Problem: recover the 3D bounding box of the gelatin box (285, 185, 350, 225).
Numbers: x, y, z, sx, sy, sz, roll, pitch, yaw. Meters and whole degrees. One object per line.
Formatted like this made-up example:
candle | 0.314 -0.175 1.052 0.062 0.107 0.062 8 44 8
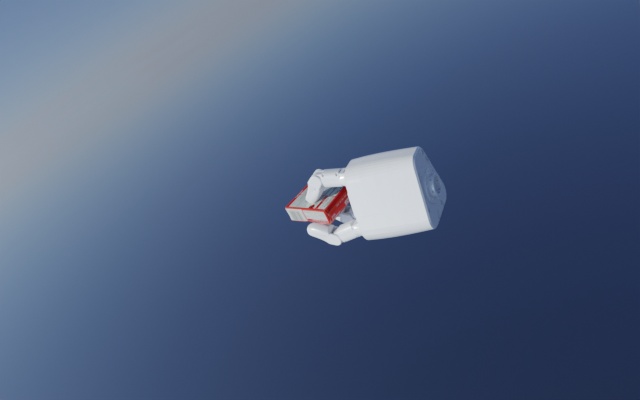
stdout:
gelatin box | 0.000 0.002 0.759 0.089 0.030 0.073 3 40 42
